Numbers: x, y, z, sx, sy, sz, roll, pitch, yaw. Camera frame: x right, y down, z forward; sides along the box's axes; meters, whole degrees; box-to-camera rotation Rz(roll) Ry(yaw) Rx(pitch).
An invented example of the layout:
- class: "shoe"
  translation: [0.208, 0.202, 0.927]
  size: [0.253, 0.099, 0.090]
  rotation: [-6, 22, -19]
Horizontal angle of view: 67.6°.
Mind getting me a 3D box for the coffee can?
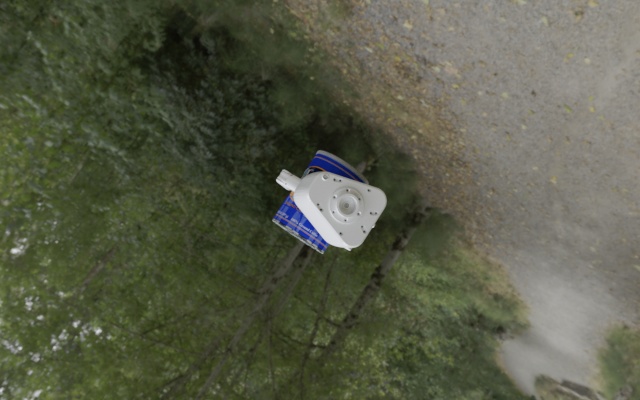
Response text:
- class: "coffee can"
  translation: [0.000, 0.002, 0.796]
  size: [0.103, 0.140, 0.103]
  rotation: [33, -7, 5]
